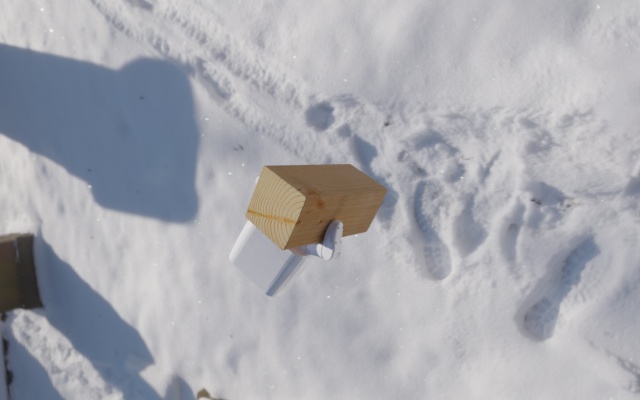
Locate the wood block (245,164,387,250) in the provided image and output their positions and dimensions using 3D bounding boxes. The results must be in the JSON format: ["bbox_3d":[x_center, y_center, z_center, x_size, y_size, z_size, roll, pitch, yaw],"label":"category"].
[{"bbox_3d":[0.000,0.003,0.736,0.090,0.090,0.206,38,26,30],"label":"wood block"}]
